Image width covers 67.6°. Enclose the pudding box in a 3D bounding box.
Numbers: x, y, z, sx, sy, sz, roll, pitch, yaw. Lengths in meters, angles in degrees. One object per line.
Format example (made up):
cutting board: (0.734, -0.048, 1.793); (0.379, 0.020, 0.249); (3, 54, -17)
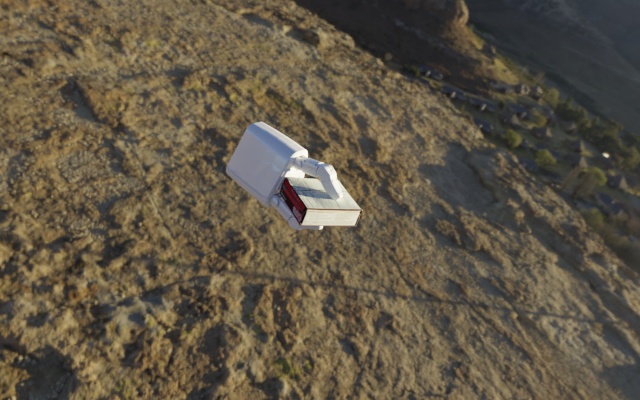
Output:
pudding box: (0.000, 0.002, 0.790); (0.113, 0.039, 0.090); (1, 37, -32)
